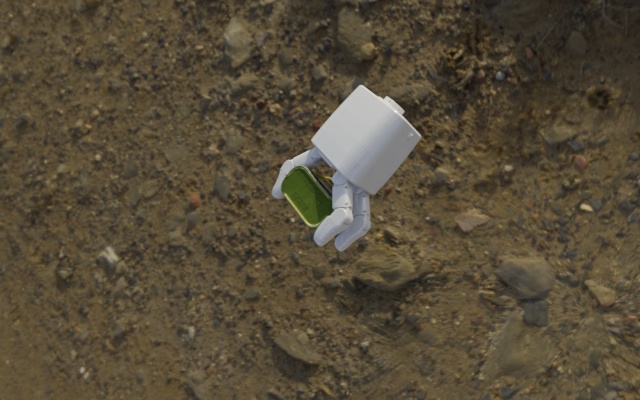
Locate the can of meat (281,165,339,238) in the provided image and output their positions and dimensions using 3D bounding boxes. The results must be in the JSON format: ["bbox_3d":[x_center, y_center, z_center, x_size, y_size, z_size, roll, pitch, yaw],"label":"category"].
[{"bbox_3d":[0.000,0.002,0.683,0.102,0.057,0.084,50,13,28],"label":"can of meat"}]
